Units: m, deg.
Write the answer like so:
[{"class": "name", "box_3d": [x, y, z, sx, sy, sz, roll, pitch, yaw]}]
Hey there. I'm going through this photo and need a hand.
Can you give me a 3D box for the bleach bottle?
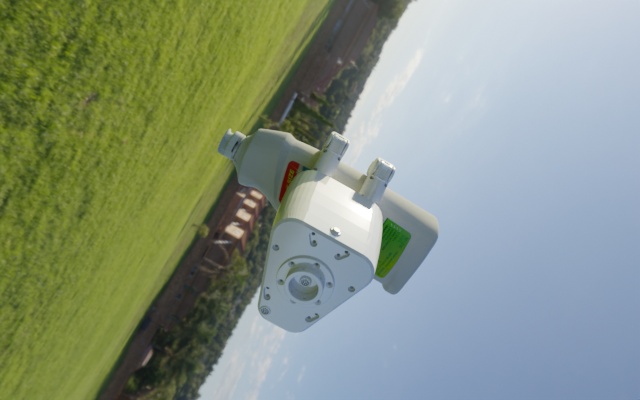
[{"class": "bleach bottle", "box_3d": [0.000, 0.002, 0.532, 0.251, 0.103, 0.068, 29, 24, -4]}]
